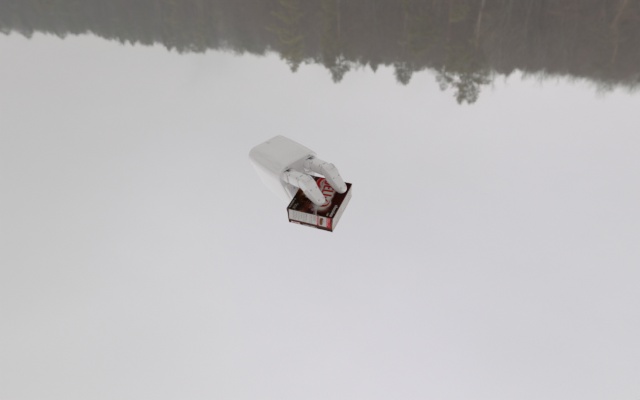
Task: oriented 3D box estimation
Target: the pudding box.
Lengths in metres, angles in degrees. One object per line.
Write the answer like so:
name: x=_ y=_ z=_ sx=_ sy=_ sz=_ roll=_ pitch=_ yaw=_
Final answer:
pudding box: x=0.000 y=0.003 z=0.884 sx=0.090 sy=0.039 sz=0.113 roll=12 pitch=43 yaw=17
